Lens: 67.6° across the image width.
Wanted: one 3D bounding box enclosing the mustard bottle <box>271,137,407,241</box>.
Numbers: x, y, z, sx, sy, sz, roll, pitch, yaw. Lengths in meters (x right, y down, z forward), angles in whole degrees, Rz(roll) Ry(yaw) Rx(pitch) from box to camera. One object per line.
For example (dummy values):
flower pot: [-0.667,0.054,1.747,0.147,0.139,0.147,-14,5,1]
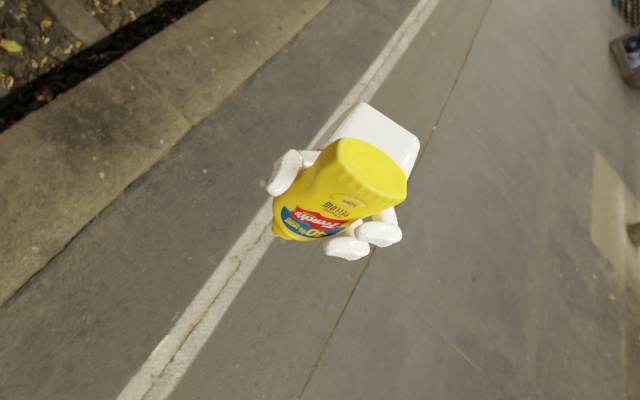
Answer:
mustard bottle: [0.000,0.002,0.548,0.096,0.058,0.192,25,-36,-28]
